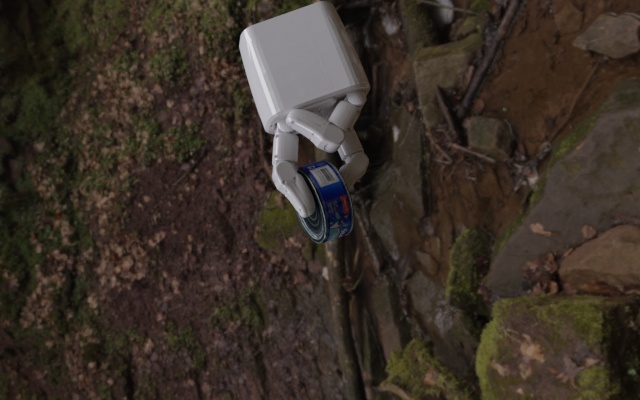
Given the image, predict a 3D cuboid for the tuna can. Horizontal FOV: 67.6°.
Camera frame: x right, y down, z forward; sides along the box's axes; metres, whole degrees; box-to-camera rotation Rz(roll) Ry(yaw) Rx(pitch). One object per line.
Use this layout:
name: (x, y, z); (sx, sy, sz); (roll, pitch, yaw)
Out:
tuna can: (0.000, 0.002, 0.509); (0.034, 0.086, 0.086); (-19, 7, -21)
